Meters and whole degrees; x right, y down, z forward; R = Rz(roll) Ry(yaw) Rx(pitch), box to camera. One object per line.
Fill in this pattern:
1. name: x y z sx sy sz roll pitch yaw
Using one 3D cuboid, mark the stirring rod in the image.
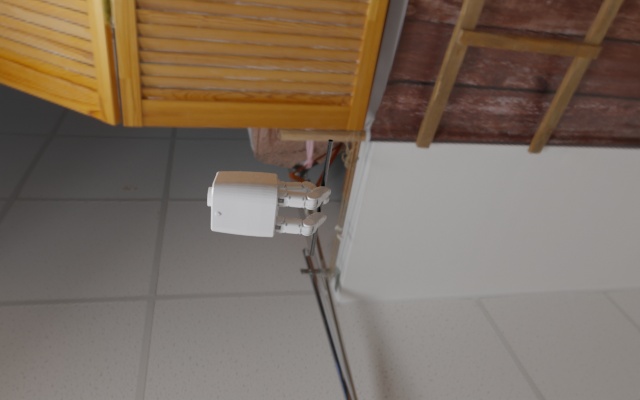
1. stirring rod: 0.000 0.003 0.838 0.011 0.240 0.011 7 33 -4
